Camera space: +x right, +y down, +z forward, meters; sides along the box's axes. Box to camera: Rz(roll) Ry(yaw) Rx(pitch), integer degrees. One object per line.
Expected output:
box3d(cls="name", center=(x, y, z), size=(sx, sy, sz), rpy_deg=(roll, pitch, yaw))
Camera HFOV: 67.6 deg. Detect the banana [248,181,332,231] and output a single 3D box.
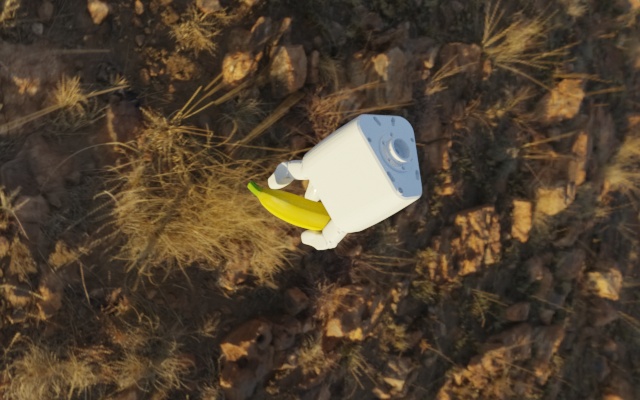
box3d(cls="banana", center=(0.001, 0.014, 0.650), size=(0.198, 0.037, 0.069), rpy_deg=(16, 36, -26))
